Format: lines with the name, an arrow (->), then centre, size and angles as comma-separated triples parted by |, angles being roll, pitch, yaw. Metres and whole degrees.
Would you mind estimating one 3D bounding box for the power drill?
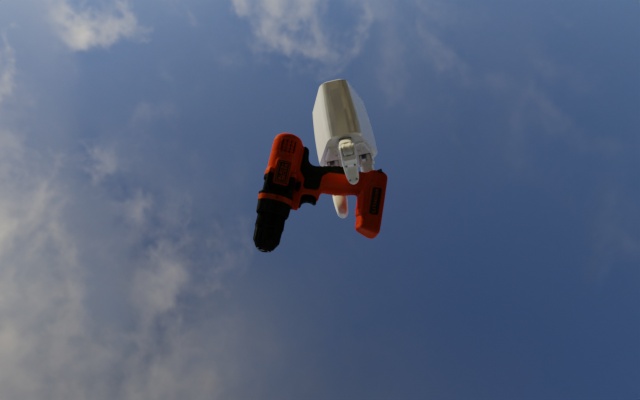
power drill -> 0.001, 0.002, 0.724 | 0.187, 0.184, 0.057 | 14, -12, -10
